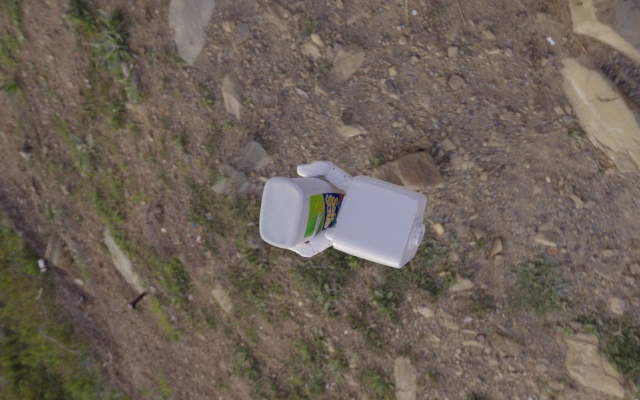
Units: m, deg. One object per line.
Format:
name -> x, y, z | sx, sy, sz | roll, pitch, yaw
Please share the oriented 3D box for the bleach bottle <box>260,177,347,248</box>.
bleach bottle -> 0.000, 0.003, 0.768 | 0.068, 0.102, 0.251 | 17, 15, 24
